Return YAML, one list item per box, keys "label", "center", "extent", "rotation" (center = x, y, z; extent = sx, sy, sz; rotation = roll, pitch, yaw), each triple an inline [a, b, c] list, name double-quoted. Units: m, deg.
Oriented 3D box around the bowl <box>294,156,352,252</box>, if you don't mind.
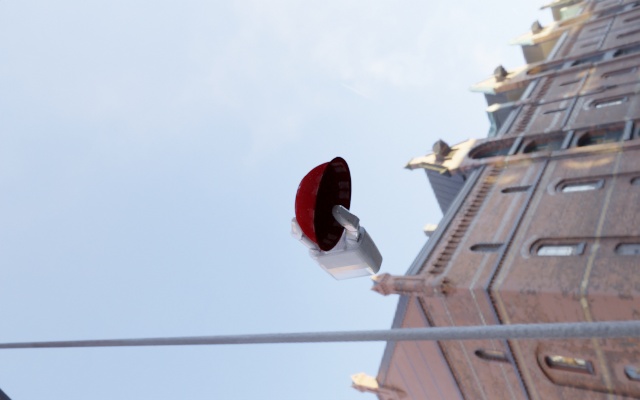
- label: "bowl"
  center: [-0.001, 0.002, 0.812]
  extent: [0.055, 0.162, 0.162]
  rotation: [9, 4, 23]
